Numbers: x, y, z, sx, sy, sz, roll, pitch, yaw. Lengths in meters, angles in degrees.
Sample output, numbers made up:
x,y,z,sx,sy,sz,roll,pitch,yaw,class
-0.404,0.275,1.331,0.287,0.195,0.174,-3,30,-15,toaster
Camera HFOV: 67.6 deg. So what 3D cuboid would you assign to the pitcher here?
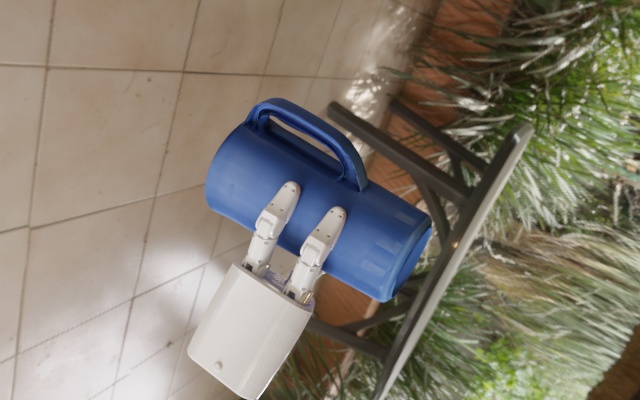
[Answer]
x,y,z,sx,sy,sz,roll,pitch,yaw,class
0.000,0.002,0.542,0.243,0.145,0.149,29,-6,19,pitcher
